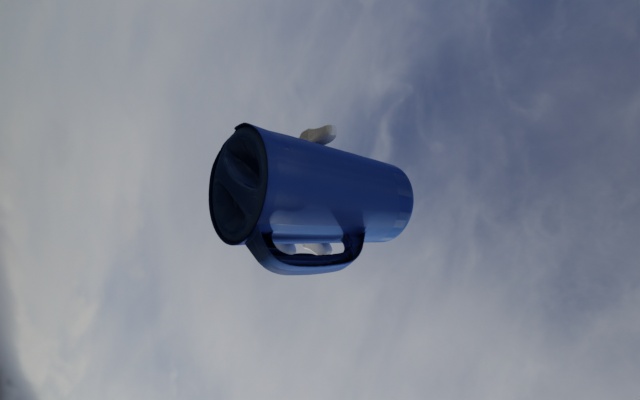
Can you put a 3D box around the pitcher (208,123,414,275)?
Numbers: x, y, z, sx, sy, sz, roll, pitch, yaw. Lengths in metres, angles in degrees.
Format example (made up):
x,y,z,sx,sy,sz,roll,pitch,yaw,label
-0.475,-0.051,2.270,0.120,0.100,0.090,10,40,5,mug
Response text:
x,y,z,sx,sy,sz,roll,pitch,yaw,label
0.000,0.002,0.580,0.243,0.149,0.145,7,6,-37,pitcher
